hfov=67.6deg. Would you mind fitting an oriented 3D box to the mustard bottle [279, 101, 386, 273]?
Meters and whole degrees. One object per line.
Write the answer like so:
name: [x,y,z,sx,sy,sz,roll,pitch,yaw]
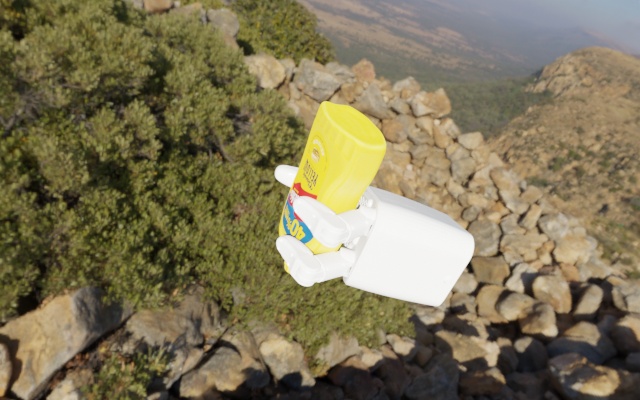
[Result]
mustard bottle: [0.000,0.001,0.500,0.058,0.192,0.096,4,34,-30]
